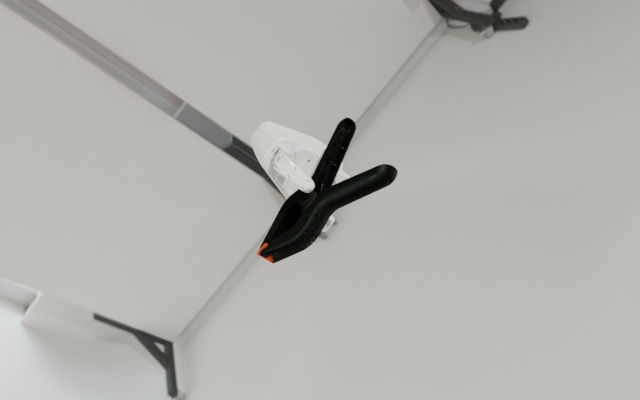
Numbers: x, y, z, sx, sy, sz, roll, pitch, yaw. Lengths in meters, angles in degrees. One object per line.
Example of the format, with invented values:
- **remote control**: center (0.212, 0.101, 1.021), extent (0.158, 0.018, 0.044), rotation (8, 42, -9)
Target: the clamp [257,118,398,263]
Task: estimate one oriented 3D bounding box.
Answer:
- **clamp**: center (-0.001, 0.002, 0.584), extent (0.036, 0.210, 0.164), rotation (35, 8, -28)
